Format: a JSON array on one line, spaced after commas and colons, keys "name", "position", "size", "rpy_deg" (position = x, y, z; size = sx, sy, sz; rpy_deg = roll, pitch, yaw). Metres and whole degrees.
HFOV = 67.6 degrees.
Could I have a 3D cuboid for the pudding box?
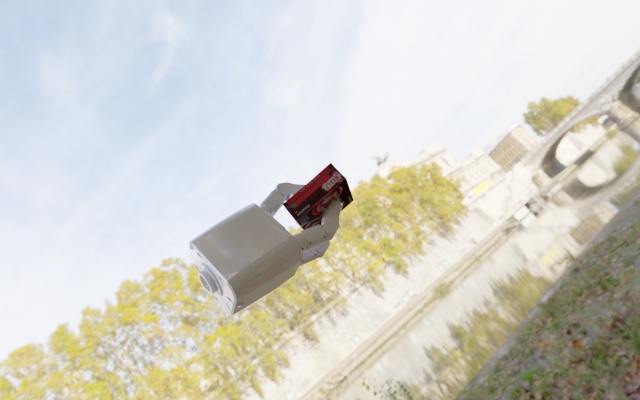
[{"name": "pudding box", "position": [0.000, 0.002, 0.693], "size": [0.090, 0.039, 0.113], "rpy_deg": [-40, -16, -3]}]
